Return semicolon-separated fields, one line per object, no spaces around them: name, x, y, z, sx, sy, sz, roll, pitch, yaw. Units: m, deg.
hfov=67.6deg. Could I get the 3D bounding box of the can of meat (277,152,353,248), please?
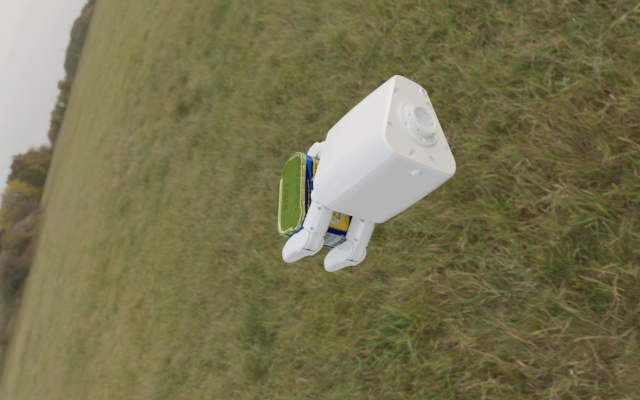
can of meat;0.000;0.002;0.553;0.084;0.102;0.057;17;-31;-30
